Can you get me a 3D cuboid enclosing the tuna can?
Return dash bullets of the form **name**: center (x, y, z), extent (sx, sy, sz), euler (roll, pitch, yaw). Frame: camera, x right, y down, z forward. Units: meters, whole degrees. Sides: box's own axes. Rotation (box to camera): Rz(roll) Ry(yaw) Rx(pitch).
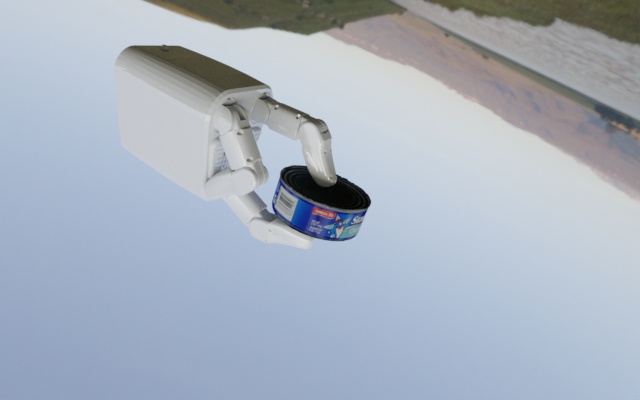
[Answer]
- **tuna can**: center (0.000, 0.002, 0.432), extent (0.086, 0.034, 0.086), euler (17, 22, -7)
